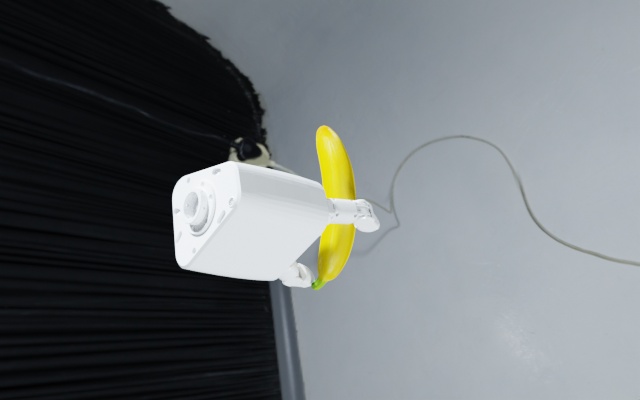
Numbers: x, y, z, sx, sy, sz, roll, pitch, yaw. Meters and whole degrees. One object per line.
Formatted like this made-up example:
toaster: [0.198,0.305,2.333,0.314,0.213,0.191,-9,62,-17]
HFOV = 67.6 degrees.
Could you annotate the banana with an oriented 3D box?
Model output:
banana: [0.013,0.004,0.547,0.037,0.197,0.069,12,-11,-42]
